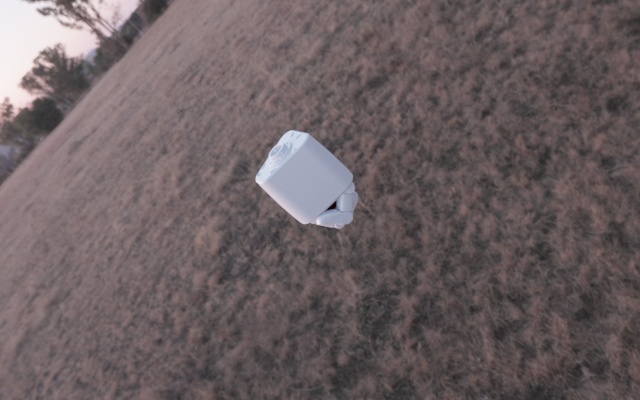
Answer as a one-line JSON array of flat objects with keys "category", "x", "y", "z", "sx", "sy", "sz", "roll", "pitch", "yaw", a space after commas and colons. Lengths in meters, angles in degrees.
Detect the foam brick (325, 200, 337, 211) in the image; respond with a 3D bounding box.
[{"category": "foam brick", "x": 0.000, "y": 0.003, "z": 0.839, "sx": 0.051, "sy": 0.053, "sz": 0.078, "roll": 41, "pitch": -7, "yaw": -28}]
